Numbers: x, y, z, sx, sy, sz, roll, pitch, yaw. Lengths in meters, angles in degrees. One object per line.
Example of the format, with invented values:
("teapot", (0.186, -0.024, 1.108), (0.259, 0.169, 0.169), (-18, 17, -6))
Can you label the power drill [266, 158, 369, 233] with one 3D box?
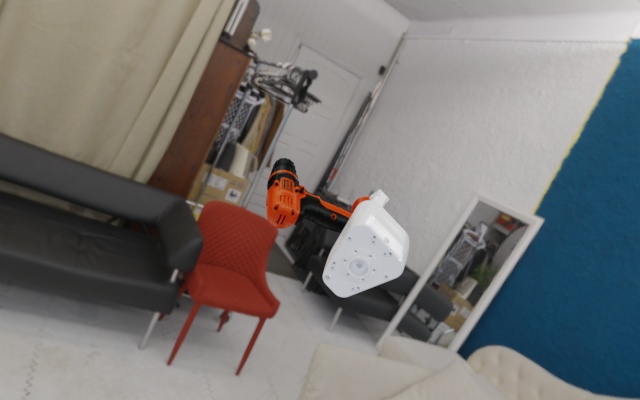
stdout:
("power drill", (0.001, 0.003, 0.798), (0.187, 0.057, 0.184), (17, 31, -12))
